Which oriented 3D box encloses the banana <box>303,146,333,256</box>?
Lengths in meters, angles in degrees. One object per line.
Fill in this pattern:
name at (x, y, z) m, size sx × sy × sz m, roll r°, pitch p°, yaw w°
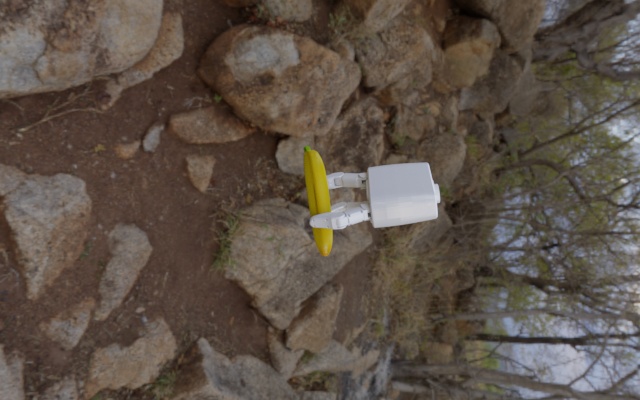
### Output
banana at (-0.002, -0.001, 0.815) m, size 0.037 × 0.198 × 0.069 m, roll -8°, pitch -2°, yaw 4°
